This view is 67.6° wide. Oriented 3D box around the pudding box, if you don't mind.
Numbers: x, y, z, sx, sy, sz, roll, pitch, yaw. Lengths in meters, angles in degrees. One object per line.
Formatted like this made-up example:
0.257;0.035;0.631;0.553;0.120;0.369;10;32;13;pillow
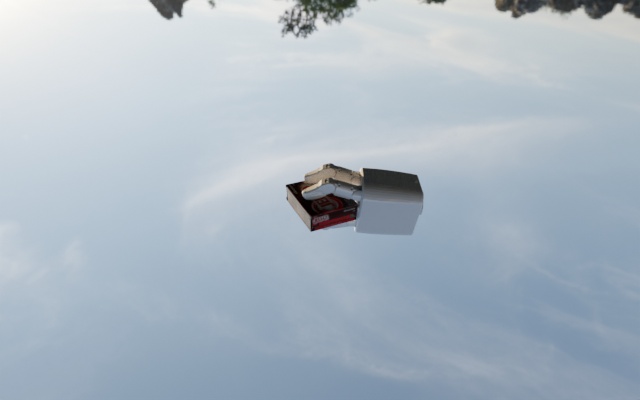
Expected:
0.000;0.003;0.845;0.090;0.039;0.113;-13;34;-23;pudding box
